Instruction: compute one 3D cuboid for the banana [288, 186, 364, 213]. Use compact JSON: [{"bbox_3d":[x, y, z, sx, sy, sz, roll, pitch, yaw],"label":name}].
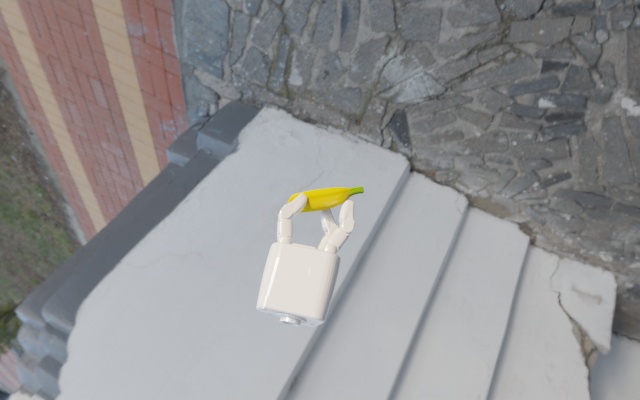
[{"bbox_3d":[-0.012,0.002,0.852,0.069,0.037,0.198,1,-6,-39],"label":"banana"}]
